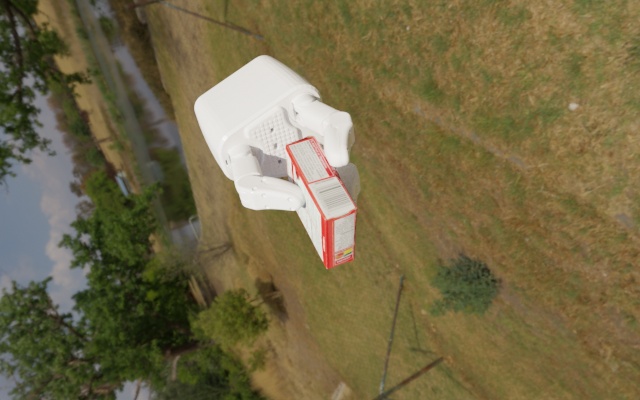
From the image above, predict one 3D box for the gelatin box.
[{"bbox_3d":[0.000,0.002,0.405,0.030,0.089,0.073,-19,-37,-13],"label":"gelatin box"}]
